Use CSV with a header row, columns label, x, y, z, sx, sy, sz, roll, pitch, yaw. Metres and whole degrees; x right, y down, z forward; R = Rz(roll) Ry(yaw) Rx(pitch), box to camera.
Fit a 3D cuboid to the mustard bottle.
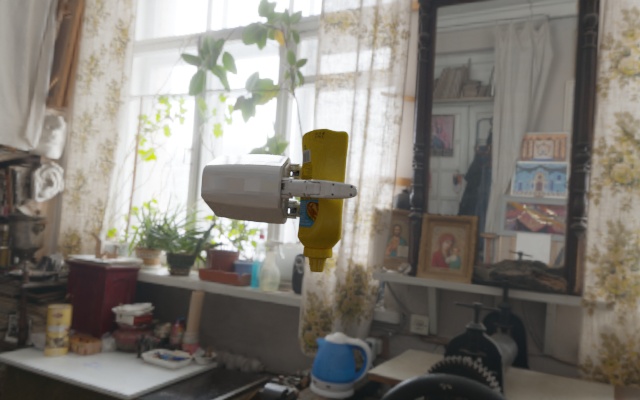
label,x,y,z,sx,sy,sz,roll,pitch,yaw
mustard bottle,0.000,0.002,0.657,0.058,0.191,0.096,4,-2,-22
